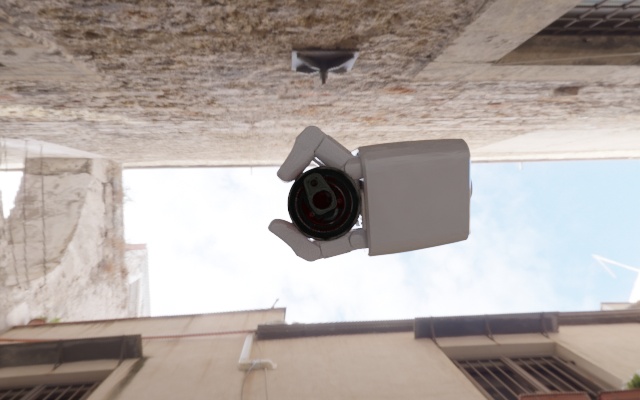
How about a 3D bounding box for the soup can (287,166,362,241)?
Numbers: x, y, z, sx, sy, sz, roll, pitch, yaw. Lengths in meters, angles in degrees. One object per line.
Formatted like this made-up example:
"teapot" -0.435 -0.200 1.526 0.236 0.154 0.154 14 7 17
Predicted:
"soup can" 0.000 0.002 0.478 0.068 0.068 0.102 0 1 -4
